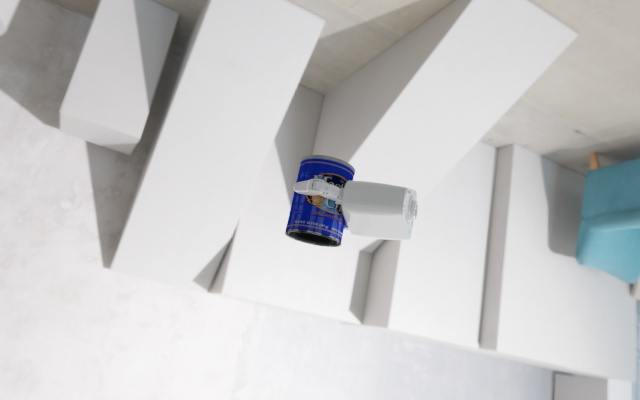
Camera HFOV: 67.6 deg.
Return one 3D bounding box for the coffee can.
[{"bbox_3d":[0.000,0.003,0.855,0.103,0.140,0.103,11,-16,3],"label":"coffee can"}]
